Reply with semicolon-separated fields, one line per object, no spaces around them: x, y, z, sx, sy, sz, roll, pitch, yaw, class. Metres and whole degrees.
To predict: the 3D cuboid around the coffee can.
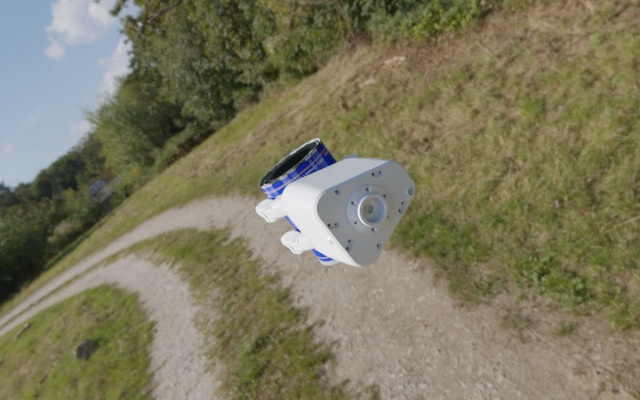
0.000;0.002;0.644;0.103;0.140;0.102;-35;16;12;coffee can
